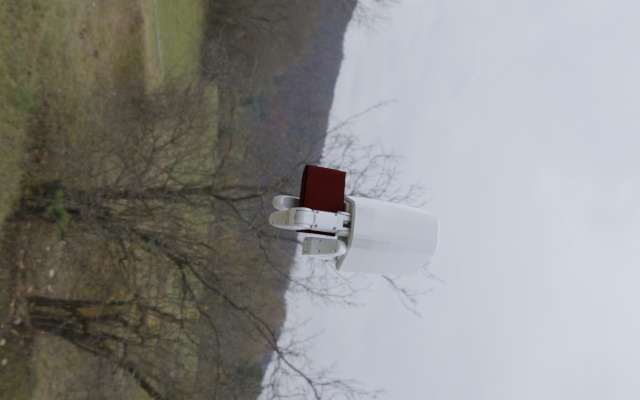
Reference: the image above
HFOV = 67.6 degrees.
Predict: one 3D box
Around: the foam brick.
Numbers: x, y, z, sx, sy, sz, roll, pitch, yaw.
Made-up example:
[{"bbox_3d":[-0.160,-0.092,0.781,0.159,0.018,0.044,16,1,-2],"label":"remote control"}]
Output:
[{"bbox_3d":[0.000,0.002,0.596,0.051,0.078,0.053,7,-12,-6],"label":"foam brick"}]
